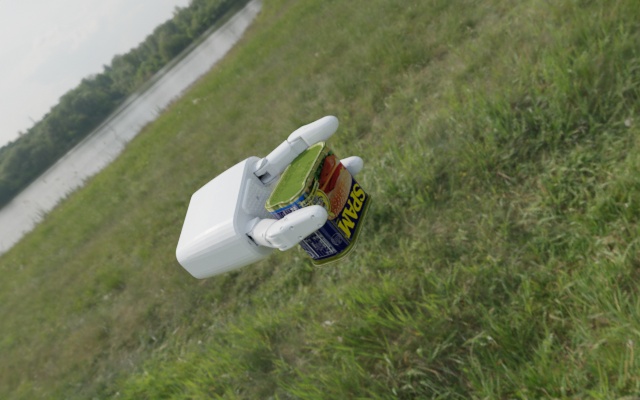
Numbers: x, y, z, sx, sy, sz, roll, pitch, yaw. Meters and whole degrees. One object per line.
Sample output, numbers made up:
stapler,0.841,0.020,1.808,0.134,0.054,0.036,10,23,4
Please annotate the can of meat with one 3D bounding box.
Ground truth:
can of meat,0.000,0.001,0.488,0.057,0.084,0.102,-22,29,37
